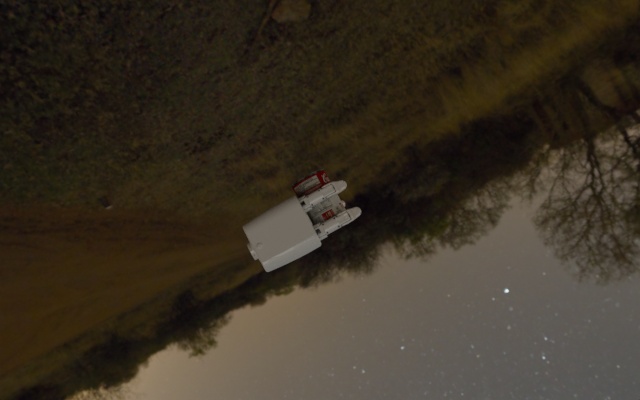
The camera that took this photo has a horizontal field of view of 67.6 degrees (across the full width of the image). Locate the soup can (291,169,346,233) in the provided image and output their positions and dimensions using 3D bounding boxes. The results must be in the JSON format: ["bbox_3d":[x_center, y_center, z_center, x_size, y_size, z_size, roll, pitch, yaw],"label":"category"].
[{"bbox_3d":[0.001,0.003,0.868,0.068,0.102,0.068,-29,-4,-2],"label":"soup can"}]
